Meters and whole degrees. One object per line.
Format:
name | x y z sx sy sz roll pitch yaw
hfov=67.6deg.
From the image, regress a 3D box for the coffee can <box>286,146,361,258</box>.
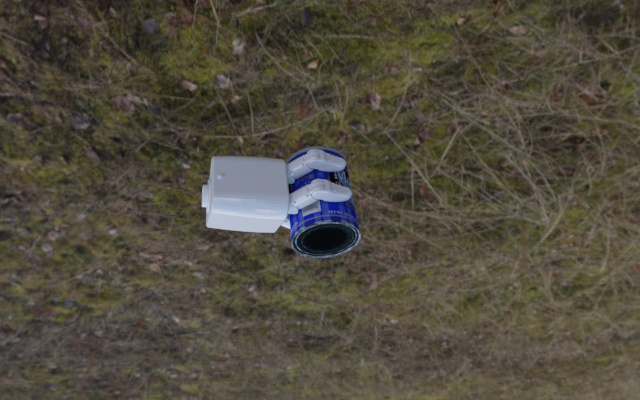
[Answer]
coffee can | 0.000 0.002 0.732 0.103 0.140 0.103 -6 -35 -4
